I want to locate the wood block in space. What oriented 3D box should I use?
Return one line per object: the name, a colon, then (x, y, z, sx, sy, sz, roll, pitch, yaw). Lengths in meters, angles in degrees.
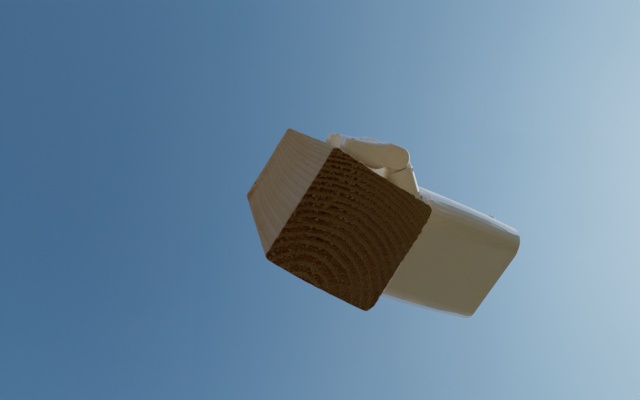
wood block: (0.000, 0.002, 0.424, 0.090, 0.091, 0.206, 30, 4, -16)
